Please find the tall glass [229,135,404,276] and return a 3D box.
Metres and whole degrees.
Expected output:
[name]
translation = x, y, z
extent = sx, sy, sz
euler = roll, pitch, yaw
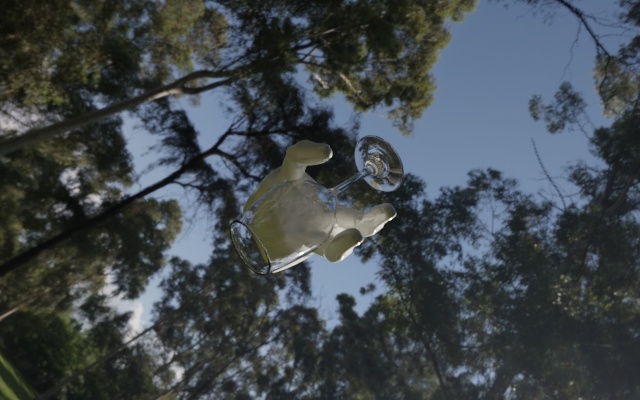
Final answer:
[tall glass]
translation = 0.001, 0.001, 0.516
extent = 0.201, 0.079, 0.079
euler = -33, 20, -34
